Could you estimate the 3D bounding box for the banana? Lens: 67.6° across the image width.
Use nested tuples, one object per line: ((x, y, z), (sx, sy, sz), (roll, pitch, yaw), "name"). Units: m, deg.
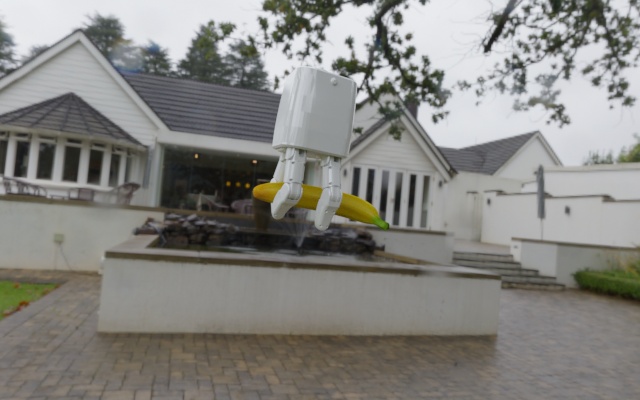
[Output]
((0.001, 0.001, 0.689), (0.198, 0.037, 0.069), (13, 5, -8), "banana")
